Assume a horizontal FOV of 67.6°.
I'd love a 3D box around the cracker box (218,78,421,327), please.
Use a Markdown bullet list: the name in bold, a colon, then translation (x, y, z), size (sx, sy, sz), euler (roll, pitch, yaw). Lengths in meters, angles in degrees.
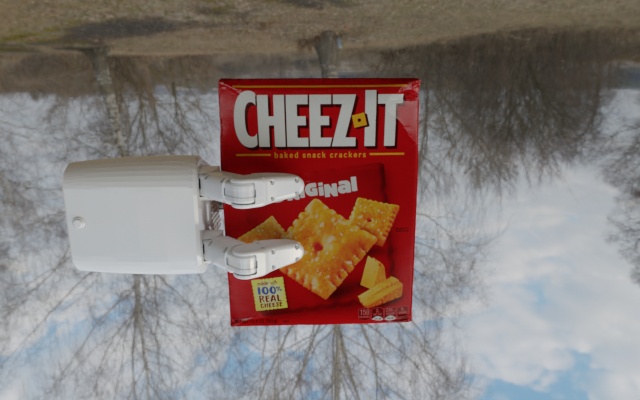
- **cracker box**: translation (0.000, 0.002, 0.423), size (0.164, 0.214, 0.072), euler (0, 13, 0)
